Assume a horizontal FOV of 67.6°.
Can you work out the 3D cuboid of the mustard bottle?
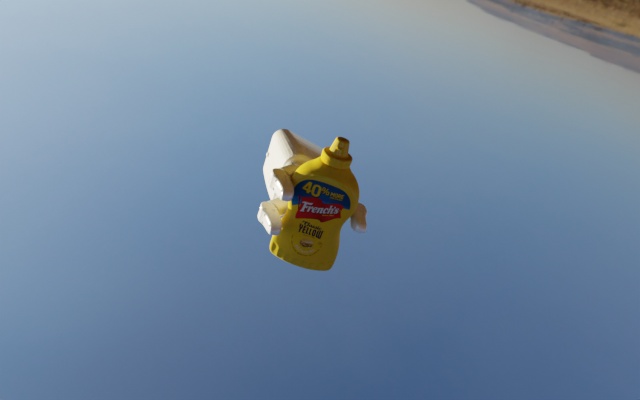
[{"bbox_3d":[0.000,0.003,0.651,0.096,0.192,0.058,19,27,-1],"label":"mustard bottle"}]
